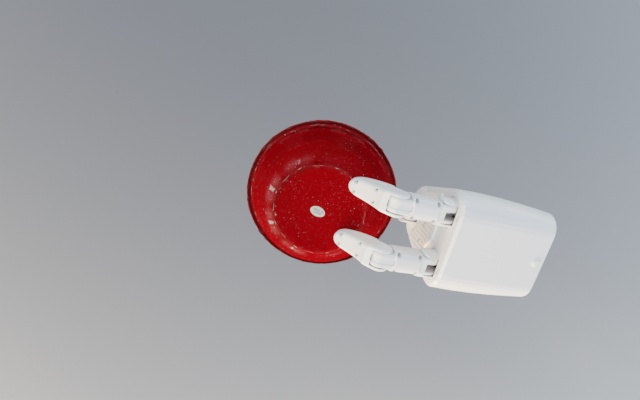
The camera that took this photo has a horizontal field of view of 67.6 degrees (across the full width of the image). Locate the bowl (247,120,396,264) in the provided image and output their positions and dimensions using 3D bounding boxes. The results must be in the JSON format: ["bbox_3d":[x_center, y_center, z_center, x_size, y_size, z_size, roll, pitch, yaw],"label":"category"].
[{"bbox_3d":[-0.001,0.002,0.491,0.162,0.162,0.055,0,17,2],"label":"bowl"}]
